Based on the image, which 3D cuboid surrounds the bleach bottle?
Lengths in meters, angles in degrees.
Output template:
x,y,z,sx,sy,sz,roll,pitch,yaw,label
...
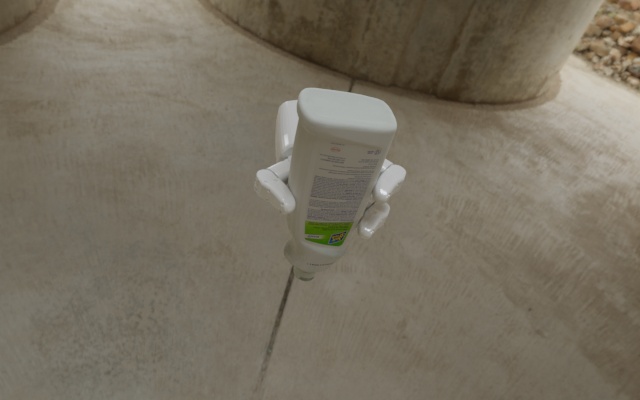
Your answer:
x,y,z,sx,sy,sz,roll,pitch,yaw,label
0.000,0.002,0.542,0.102,0.251,0.068,5,41,-15,bleach bottle
